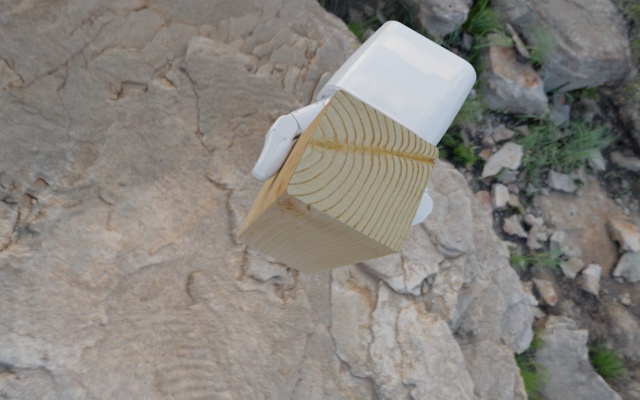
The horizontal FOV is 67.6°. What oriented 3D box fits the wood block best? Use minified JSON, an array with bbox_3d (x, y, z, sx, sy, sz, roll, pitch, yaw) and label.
[{"bbox_3d":[0.000,0.001,0.422,0.091,0.090,0.206,29,-20,-10],"label":"wood block"}]
